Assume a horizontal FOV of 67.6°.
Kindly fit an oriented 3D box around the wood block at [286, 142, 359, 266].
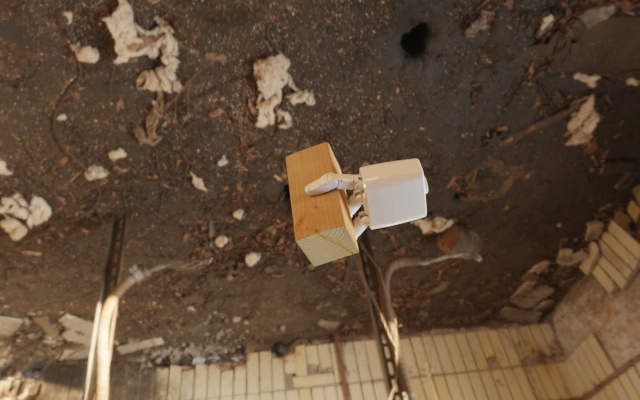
[{"bbox_3d":[0.000,0.003,0.887,0.090,0.206,0.091,-19,-42,10],"label":"wood block"}]
